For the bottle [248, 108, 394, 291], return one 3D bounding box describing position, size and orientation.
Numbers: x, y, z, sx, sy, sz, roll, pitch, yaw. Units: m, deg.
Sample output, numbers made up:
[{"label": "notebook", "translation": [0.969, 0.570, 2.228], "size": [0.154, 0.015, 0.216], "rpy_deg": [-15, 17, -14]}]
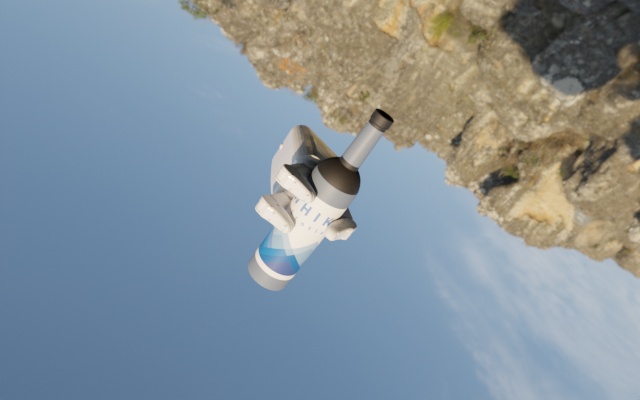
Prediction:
[{"label": "bottle", "translation": [0.000, 0.002, 0.646], "size": [0.069, 0.296, 0.069], "rpy_deg": [28, 27, -16]}]
